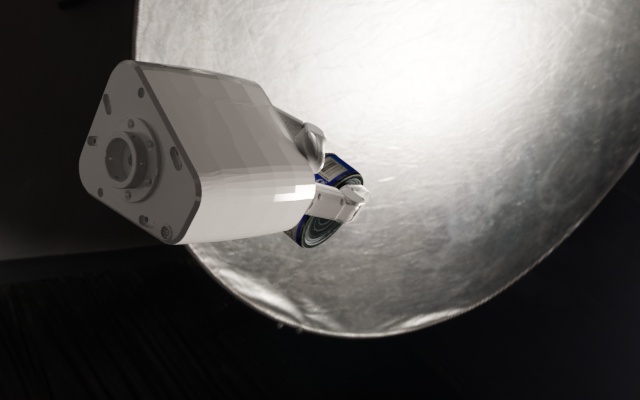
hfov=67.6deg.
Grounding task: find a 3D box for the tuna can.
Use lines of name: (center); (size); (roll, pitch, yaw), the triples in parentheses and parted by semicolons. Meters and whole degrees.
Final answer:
tuna can: (0.001, 0.002, 0.430); (0.033, 0.086, 0.086); (39, 16, 22)
